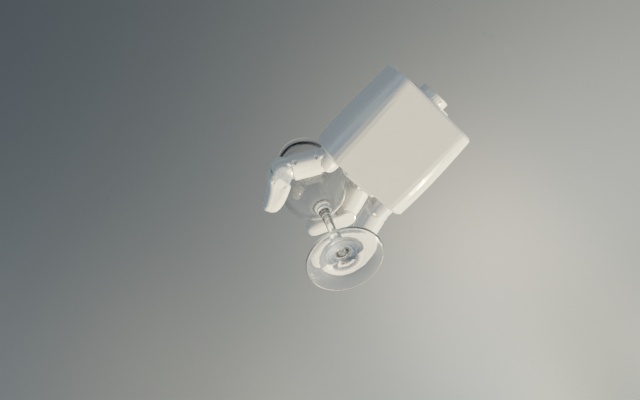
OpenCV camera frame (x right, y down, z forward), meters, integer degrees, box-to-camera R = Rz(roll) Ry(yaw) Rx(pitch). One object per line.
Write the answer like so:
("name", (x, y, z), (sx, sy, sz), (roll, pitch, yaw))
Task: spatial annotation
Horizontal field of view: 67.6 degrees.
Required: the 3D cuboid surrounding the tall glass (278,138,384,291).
("tall glass", (0.000, 0.002, 0.515), (0.079, 0.079, 0.201), (0, 32, -16))
